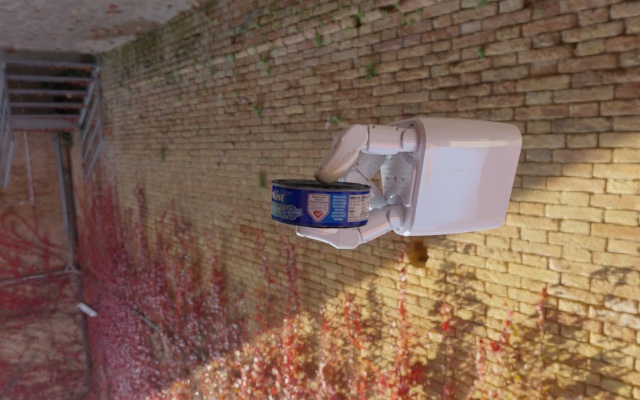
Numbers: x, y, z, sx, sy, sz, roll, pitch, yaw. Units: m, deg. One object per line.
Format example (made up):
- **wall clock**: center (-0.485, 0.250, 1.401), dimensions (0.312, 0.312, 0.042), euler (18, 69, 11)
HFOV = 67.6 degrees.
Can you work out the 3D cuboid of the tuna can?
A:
- **tuna can**: center (0.000, 0.002, 0.412), dimensions (0.086, 0.034, 0.086), euler (3, 6, 0)
